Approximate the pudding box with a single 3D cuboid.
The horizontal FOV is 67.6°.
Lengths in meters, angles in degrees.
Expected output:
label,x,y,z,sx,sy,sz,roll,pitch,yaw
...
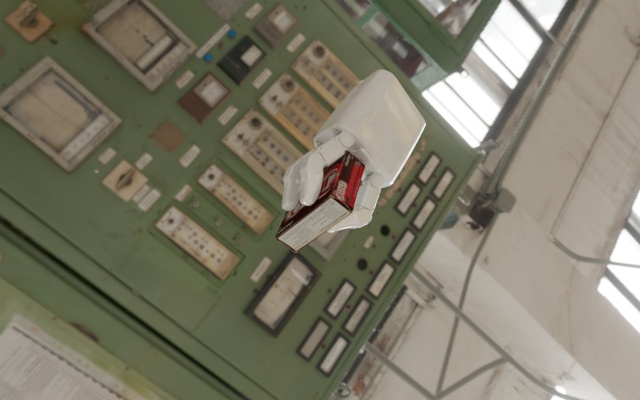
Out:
label,x,y,z,sx,sy,sz,roll,pitch,yaw
pudding box,0.000,0.002,0.586,0.039,0.090,0.113,37,-50,-14
